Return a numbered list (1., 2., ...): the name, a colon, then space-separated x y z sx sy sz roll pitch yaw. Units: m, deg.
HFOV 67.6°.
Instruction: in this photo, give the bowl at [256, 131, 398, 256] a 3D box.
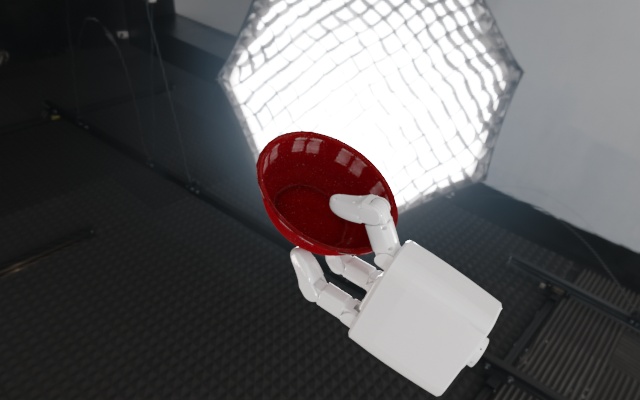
1. bowl: -0.001 0.001 0.512 0.162 0.162 0.055 0 -36 -32
